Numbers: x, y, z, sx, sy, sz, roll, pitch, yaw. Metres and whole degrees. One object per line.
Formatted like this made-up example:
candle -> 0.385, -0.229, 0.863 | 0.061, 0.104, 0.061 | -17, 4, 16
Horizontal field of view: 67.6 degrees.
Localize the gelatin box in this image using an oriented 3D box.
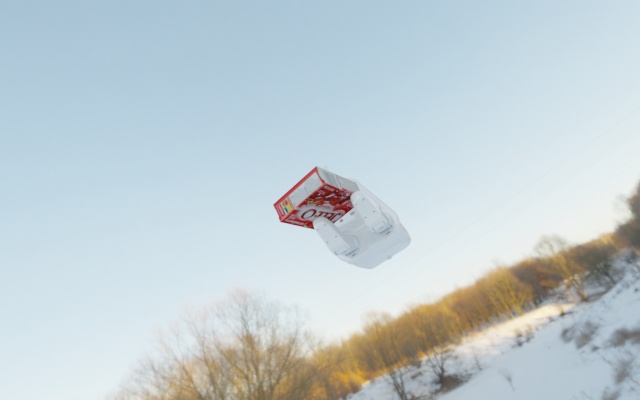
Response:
gelatin box -> 0.000, 0.001, 0.567 | 0.073, 0.030, 0.089 | -40, -31, 22
